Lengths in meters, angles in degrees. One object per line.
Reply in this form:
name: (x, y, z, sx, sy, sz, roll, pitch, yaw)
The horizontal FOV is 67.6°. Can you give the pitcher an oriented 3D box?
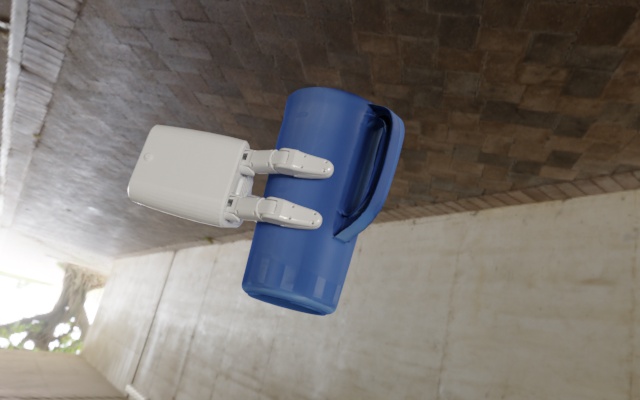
pitcher: (0.000, 0.002, 0.547, 0.145, 0.242, 0.149, 14, -17, 4)
